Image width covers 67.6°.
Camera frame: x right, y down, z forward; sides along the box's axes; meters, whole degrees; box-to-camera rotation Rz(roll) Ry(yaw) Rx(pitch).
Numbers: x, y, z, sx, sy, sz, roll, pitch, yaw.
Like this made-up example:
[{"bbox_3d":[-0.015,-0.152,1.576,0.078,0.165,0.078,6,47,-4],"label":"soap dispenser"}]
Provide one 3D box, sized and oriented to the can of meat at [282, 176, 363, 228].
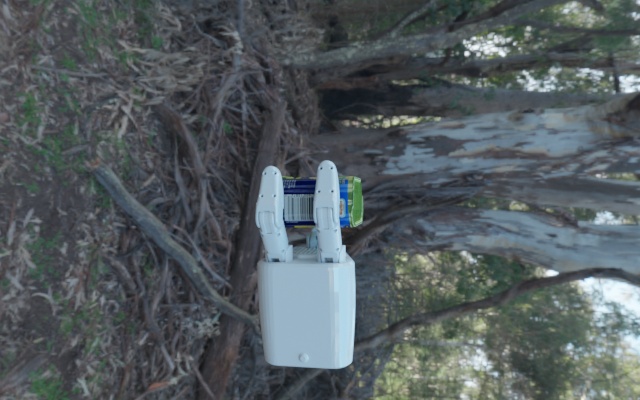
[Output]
[{"bbox_3d":[0.000,0.002,0.516,0.084,0.057,0.102,-1,1,11],"label":"can of meat"}]
